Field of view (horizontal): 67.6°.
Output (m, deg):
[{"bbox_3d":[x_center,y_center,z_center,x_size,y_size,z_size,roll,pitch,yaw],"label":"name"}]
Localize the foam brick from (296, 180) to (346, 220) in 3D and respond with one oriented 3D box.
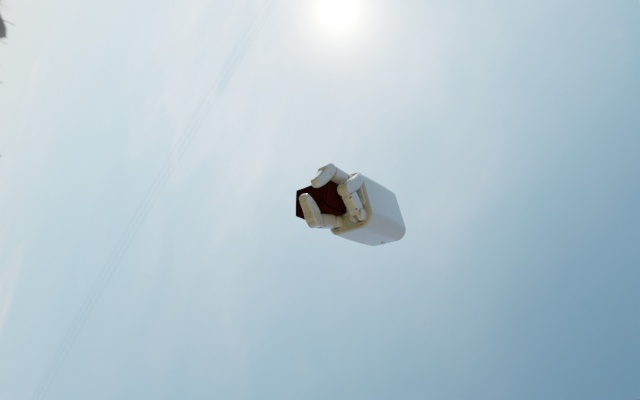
[{"bbox_3d":[0.000,0.003,0.843,0.078,0.053,0.051,-19,-31,41],"label":"foam brick"}]
